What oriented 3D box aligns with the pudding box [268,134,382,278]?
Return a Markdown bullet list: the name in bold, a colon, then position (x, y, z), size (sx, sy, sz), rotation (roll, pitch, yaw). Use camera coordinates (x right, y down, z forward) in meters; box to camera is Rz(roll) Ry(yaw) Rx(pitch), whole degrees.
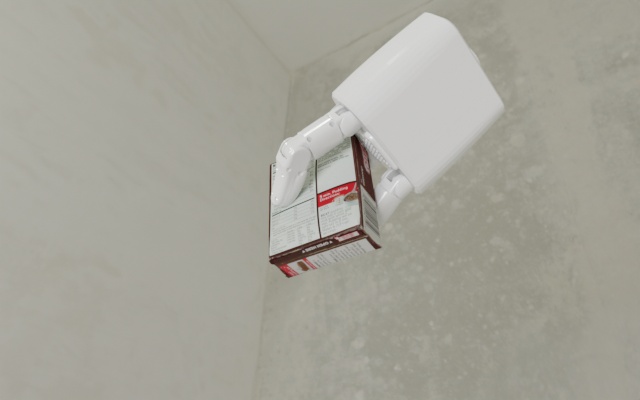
- **pudding box**: position (0.000, 0.001, 0.420), size (0.090, 0.113, 0.039), rotation (-21, -44, 21)
